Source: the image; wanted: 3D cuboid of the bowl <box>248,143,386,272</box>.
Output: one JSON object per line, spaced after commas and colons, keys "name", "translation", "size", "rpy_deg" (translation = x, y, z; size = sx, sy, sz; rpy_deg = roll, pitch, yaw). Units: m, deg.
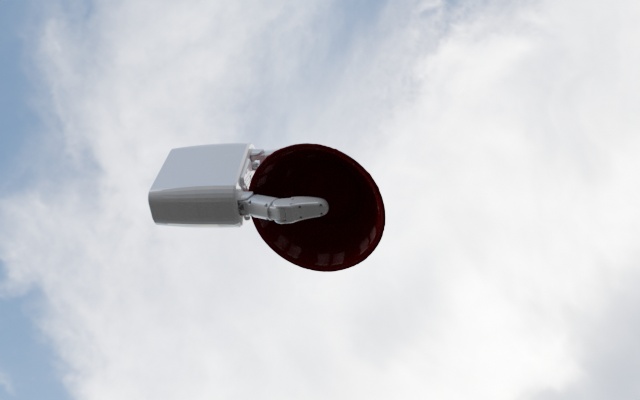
{"name": "bowl", "translation": [0.001, 0.002, 0.558], "size": [0.162, 0.162, 0.055], "rpy_deg": [0, 25, 18]}
